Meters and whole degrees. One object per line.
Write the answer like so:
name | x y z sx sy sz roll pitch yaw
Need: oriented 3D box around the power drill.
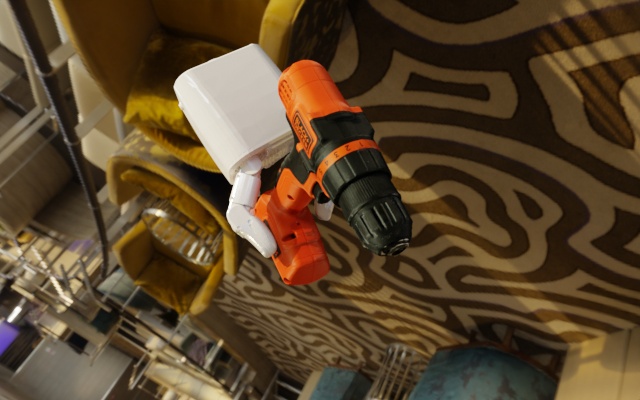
power drill | 0.000 0.001 0.426 0.057 0.184 0.188 -10 -31 -27
